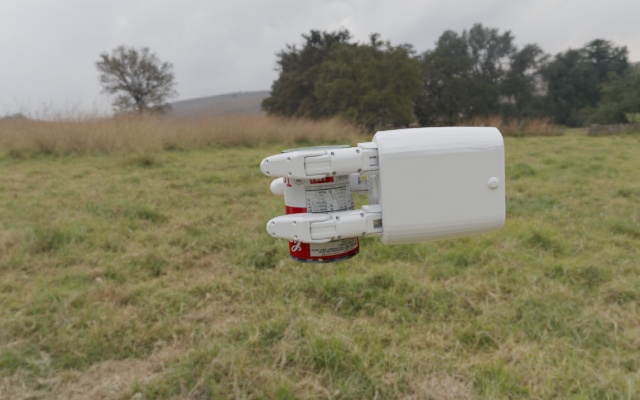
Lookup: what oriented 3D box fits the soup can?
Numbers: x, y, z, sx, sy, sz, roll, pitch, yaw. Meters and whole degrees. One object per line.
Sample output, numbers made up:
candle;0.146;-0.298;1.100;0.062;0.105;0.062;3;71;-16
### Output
soup can;0.000;0.001;0.453;0.068;0.102;0.068;-4;9;1
